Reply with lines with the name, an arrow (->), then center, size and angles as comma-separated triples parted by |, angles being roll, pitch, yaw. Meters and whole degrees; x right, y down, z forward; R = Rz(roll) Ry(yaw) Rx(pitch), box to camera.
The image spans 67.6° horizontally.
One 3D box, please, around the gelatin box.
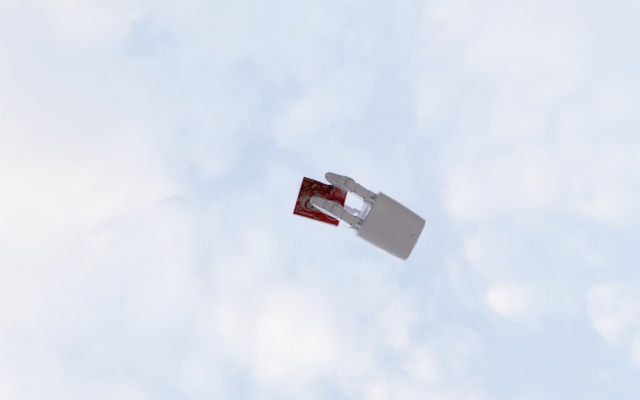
gelatin box -> 0.000, 0.003, 0.889 | 0.089, 0.073, 0.030 | 16, -7, -3
